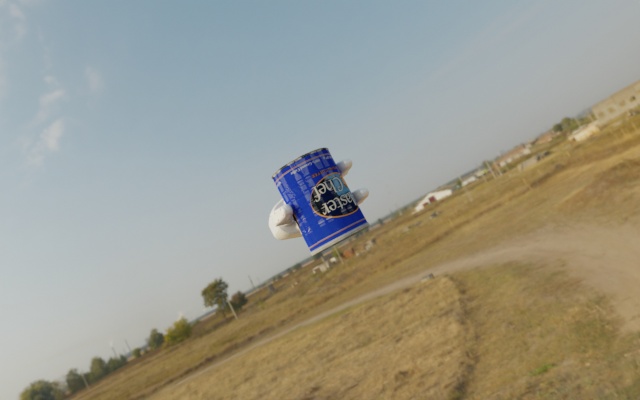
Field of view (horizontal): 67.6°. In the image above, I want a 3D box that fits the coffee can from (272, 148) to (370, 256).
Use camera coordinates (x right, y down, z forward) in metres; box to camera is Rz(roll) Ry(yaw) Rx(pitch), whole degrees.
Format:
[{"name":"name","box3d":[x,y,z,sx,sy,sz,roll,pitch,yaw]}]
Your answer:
[{"name":"coffee can","box3d":[0.000,0.003,0.753,0.103,0.140,0.103,-28,-6,-3]}]
